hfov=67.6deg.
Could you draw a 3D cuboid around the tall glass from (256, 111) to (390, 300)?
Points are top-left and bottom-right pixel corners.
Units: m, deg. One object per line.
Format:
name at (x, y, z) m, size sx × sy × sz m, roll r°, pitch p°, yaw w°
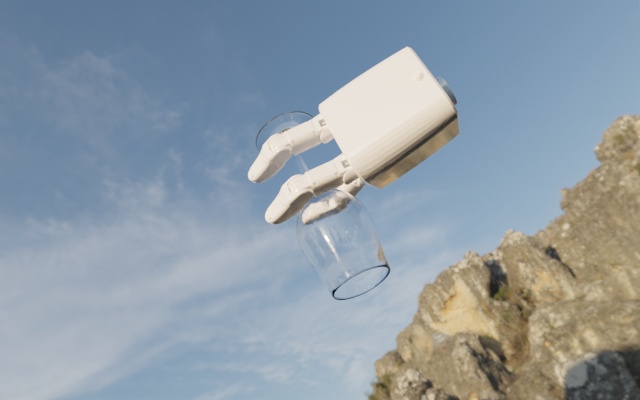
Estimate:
tall glass at (0.000, 0.001, 0.502) m, size 0.079 × 0.201 × 0.079 m, roll -20°, pitch -29°, yaw -12°
